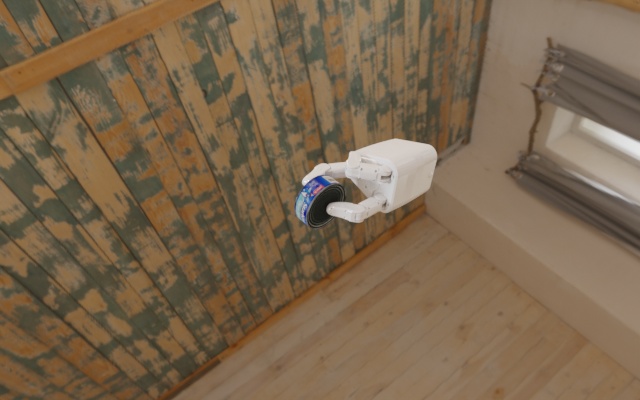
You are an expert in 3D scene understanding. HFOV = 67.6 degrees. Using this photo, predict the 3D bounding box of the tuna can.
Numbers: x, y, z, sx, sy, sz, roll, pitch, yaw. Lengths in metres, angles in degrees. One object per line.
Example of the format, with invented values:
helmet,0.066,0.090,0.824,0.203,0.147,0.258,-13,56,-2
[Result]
tuna can,0.000,0.002,0.763,0.033,0.086,0.086,38,22,33
